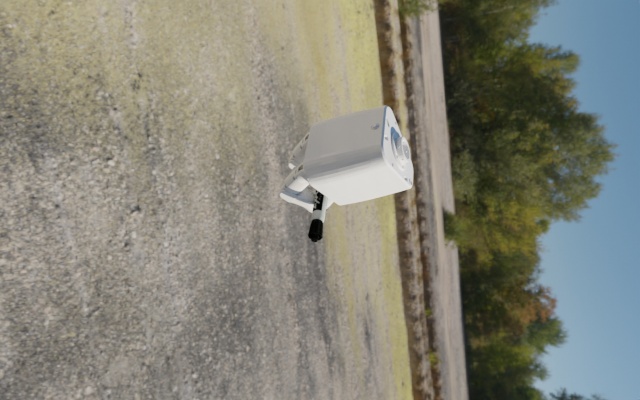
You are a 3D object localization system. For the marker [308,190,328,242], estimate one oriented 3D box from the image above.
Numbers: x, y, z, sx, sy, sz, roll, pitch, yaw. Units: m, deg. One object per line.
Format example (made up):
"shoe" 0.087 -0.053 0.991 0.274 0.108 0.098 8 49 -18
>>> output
"marker" 0.000 0.002 0.639 0.020 0.121 0.020 6 -35 4
